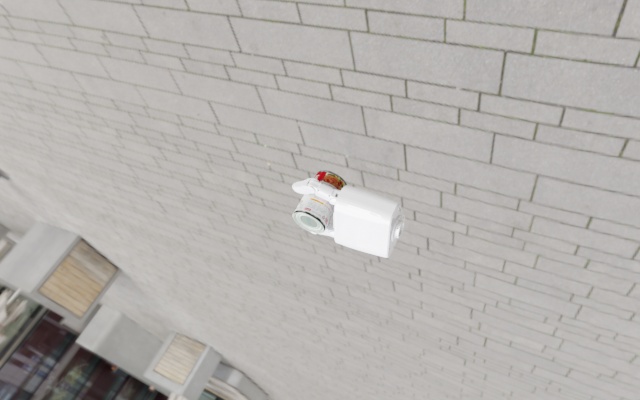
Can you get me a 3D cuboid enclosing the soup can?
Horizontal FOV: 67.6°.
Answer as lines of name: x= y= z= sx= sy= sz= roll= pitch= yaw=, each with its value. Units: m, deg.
soup can: x=0.000 y=0.003 z=0.898 sx=0.068 sy=0.102 sz=0.068 roll=23 pitch=-28 yaw=13
